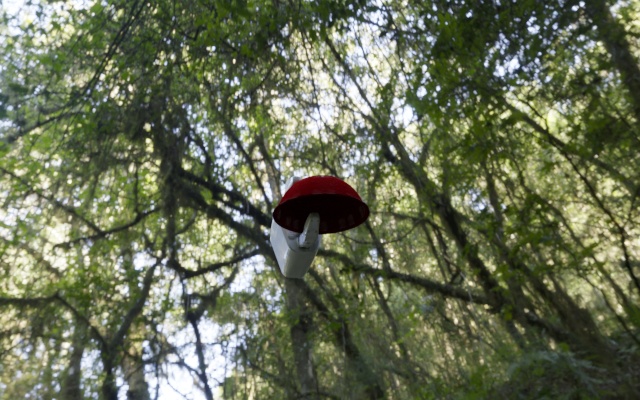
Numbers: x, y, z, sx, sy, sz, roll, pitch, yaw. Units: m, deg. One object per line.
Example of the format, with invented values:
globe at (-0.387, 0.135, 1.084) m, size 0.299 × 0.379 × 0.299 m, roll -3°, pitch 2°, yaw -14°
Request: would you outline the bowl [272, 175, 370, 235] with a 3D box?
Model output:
bowl at (0.001, 0.002, 0.803) m, size 0.162 × 0.055 × 0.162 m, roll -2°, pitch -26°, yaw -1°
